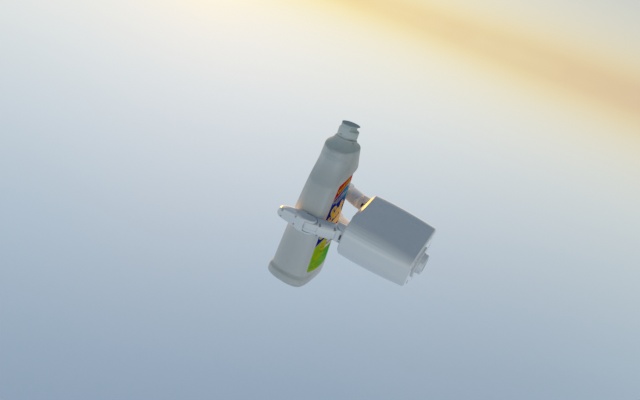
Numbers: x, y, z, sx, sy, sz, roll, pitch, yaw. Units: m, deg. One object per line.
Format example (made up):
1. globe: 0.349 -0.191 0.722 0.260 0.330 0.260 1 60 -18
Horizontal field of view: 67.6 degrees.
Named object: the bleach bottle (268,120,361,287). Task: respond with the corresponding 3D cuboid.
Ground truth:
1. bleach bottle: 0.000 0.002 0.714 0.068 0.251 0.102 28 25 19
